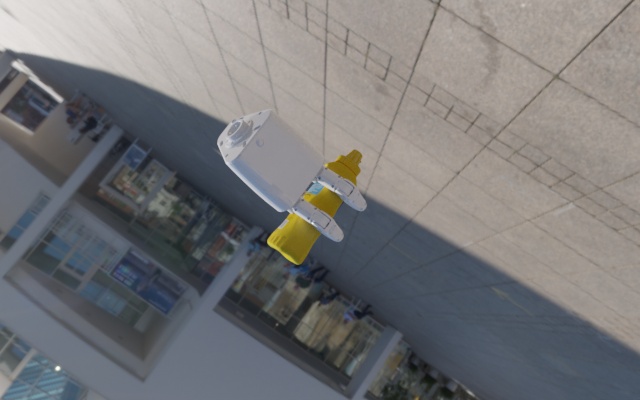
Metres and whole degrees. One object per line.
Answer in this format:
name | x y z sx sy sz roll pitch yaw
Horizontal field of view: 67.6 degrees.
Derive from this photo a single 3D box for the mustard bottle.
mustard bottle | 0.000 0.003 0.710 0.058 0.191 0.096 38 -10 -9
